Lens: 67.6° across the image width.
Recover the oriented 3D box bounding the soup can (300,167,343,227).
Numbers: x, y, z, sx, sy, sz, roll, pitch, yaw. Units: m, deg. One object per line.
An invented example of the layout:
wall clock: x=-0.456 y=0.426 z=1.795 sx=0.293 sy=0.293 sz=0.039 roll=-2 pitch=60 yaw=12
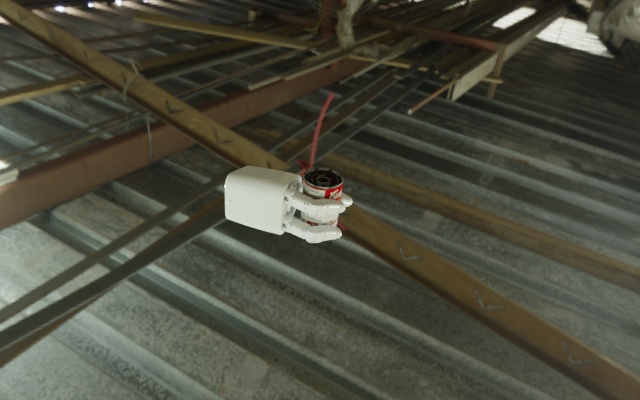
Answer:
soup can: x=0.001 y=0.003 z=0.828 sx=0.068 sy=0.102 sz=0.068 roll=5 pitch=33 yaw=-3
